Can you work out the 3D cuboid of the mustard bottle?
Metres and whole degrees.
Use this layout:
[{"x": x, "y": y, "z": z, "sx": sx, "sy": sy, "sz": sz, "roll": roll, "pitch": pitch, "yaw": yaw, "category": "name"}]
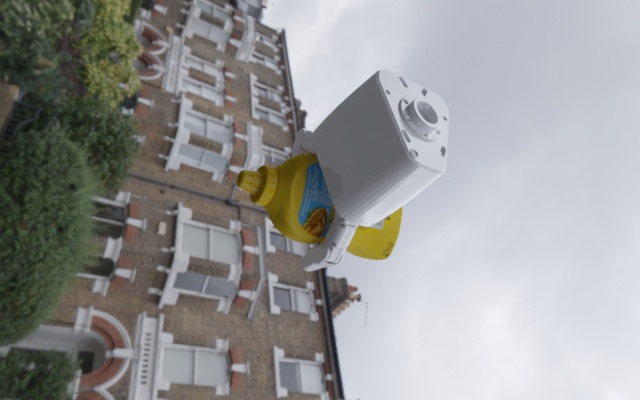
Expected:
[{"x": 0.000, "y": 0.002, "z": 0.522, "sx": 0.192, "sy": 0.096, "sz": 0.058, "roll": 17, "pitch": -12, "yaw": -29, "category": "mustard bottle"}]
